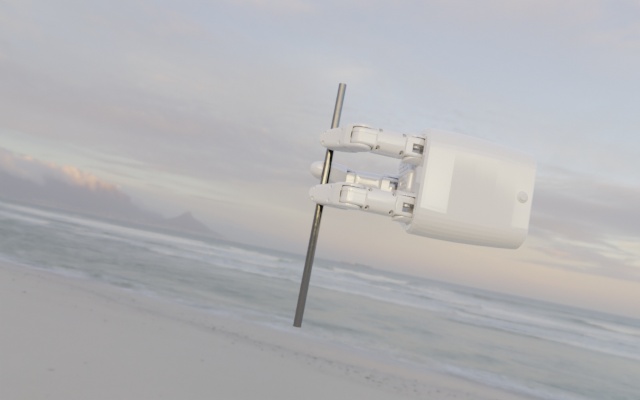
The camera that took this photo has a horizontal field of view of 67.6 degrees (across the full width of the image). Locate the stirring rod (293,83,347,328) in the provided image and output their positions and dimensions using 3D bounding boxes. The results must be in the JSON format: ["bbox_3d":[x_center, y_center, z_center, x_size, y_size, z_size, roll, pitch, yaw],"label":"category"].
[{"bbox_3d":[0.000,0.002,0.464,0.011,0.239,0.011,11,-6,1],"label":"stirring rod"}]
